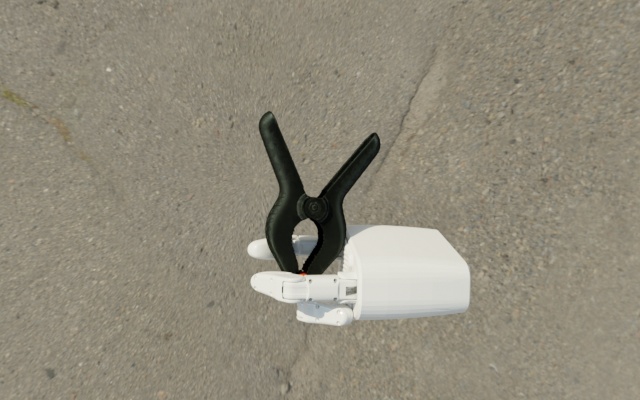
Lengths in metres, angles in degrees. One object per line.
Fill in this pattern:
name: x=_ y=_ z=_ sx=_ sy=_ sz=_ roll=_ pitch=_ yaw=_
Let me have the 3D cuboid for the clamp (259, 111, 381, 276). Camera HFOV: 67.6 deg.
clamp: x=0.000 y=0.002 z=0.462 sx=0.120 sy=0.171 sz=0.039 roll=0 pitch=3 yaw=-8
